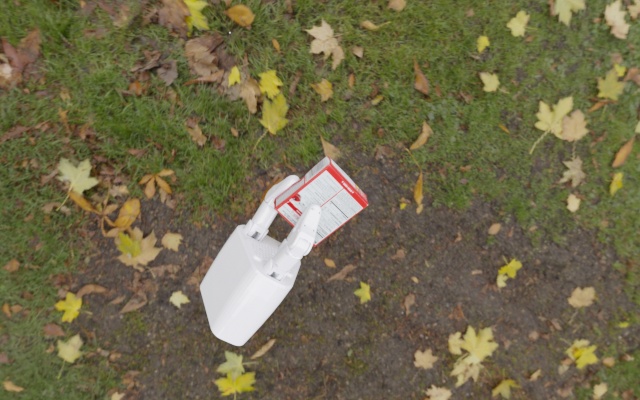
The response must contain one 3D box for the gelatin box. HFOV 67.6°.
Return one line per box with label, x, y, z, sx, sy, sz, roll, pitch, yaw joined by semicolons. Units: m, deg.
gelatin box;0.000;0.002;0.572;0.089;0.073;0.030;-39;24;16
